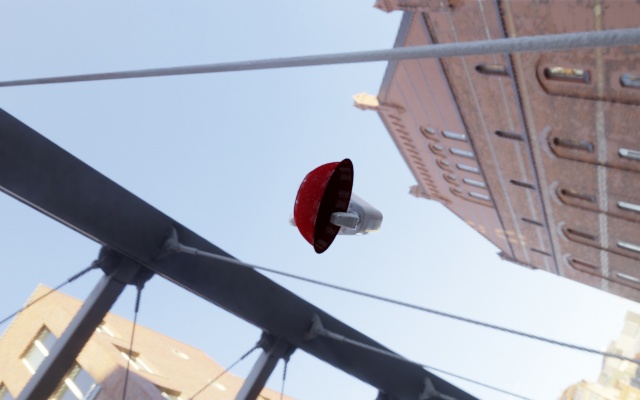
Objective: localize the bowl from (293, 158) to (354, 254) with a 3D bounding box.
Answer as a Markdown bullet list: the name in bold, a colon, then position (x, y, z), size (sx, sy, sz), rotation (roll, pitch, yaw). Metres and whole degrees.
- **bowl**: position (-0.001, 0.002, 0.774), size (0.055, 0.162, 0.162), rotation (18, 5, 17)
